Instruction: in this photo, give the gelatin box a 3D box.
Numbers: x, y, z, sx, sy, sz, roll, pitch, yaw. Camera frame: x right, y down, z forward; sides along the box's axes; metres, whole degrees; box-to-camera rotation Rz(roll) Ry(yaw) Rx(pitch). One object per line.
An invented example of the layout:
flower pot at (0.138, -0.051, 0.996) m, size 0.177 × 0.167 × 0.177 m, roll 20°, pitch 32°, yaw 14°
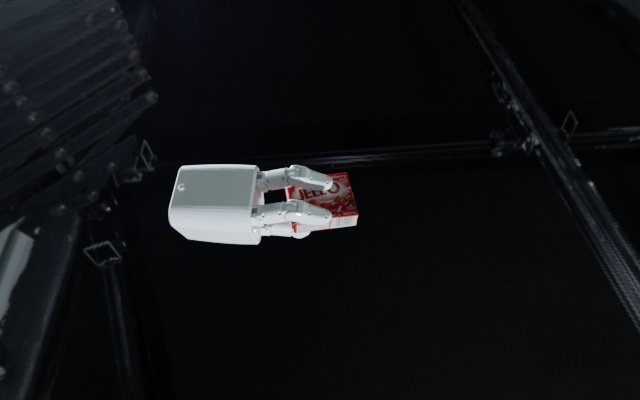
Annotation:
gelatin box at (0.000, 0.002, 0.652) m, size 0.089 × 0.073 × 0.030 m, roll -7°, pitch -34°, yaw -9°
